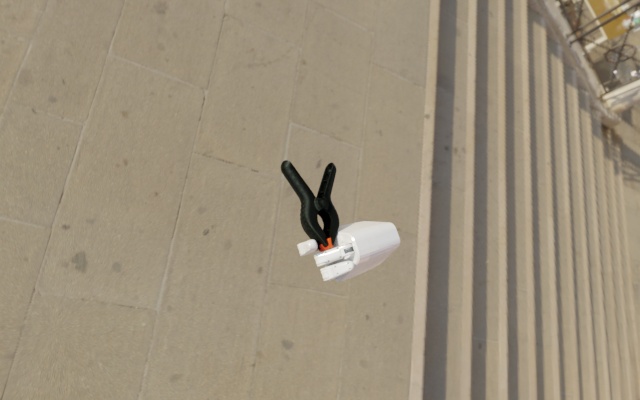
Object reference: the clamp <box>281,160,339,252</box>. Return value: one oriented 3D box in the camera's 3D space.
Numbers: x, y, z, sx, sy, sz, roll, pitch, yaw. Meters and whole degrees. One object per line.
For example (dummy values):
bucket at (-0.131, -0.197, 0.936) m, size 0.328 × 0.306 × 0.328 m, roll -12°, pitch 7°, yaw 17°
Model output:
clamp at (0.000, 0.003, 0.861) m, size 0.120 × 0.171 × 0.039 m, roll -13°, pitch -6°, yaw -36°
